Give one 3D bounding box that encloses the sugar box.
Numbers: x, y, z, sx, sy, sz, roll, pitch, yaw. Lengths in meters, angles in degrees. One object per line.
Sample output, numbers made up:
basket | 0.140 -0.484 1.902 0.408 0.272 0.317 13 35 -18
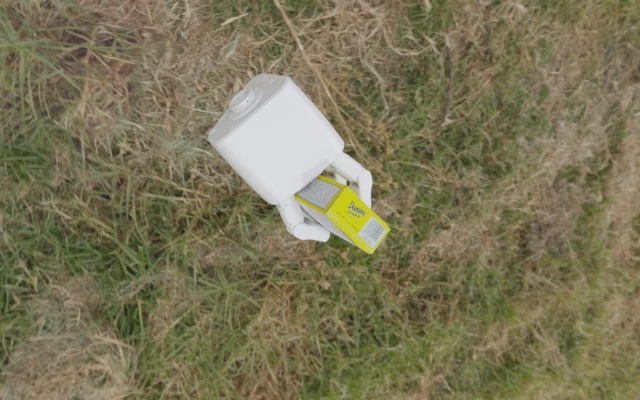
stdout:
sugar box | 0.000 0.002 0.609 0.093 0.048 0.176 44 -8 -34
